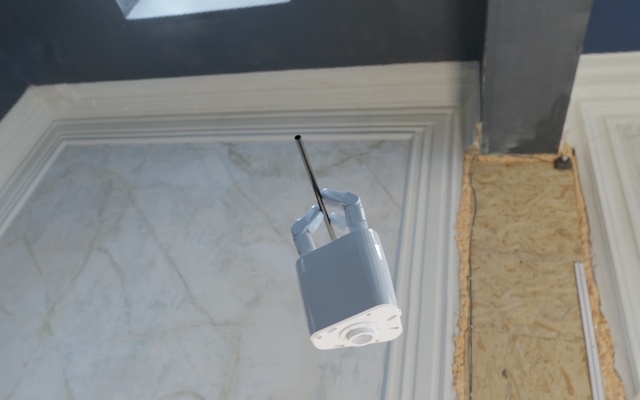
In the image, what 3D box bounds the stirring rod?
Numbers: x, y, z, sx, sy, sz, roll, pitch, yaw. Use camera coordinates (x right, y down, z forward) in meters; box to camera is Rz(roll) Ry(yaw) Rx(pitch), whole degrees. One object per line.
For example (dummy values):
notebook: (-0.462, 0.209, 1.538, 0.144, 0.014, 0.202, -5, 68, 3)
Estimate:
stirring rod: (0.000, 0.002, 0.639, 0.011, 0.011, 0.240, 0, -38, 16)
